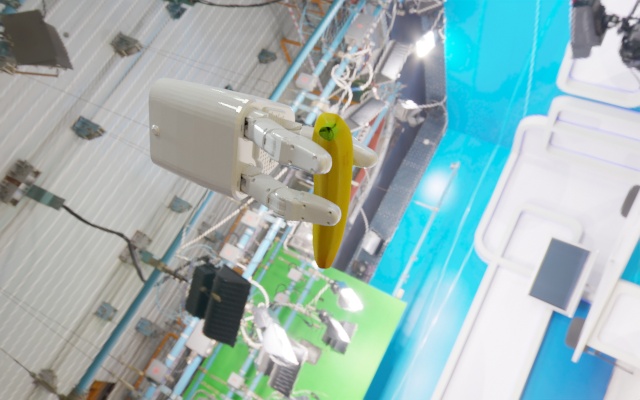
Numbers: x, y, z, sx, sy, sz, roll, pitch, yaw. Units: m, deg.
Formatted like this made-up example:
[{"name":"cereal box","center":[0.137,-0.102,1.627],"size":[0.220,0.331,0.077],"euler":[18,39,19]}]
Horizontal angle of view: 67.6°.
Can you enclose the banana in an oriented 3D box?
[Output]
[{"name":"banana","center":[0.007,-0.014,0.459],"size":[0.037,0.069,0.198],"euler":[16,-39,15]}]
